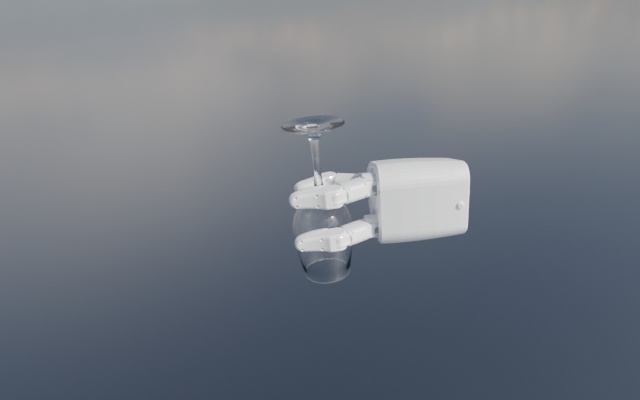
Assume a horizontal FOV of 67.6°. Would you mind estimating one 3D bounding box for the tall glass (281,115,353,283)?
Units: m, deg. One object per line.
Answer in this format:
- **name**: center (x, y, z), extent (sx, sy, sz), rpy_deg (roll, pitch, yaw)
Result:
- **tall glass**: center (0.000, 0.001, 0.588), extent (0.079, 0.201, 0.079), rpy_deg (-4, 25, 2)
